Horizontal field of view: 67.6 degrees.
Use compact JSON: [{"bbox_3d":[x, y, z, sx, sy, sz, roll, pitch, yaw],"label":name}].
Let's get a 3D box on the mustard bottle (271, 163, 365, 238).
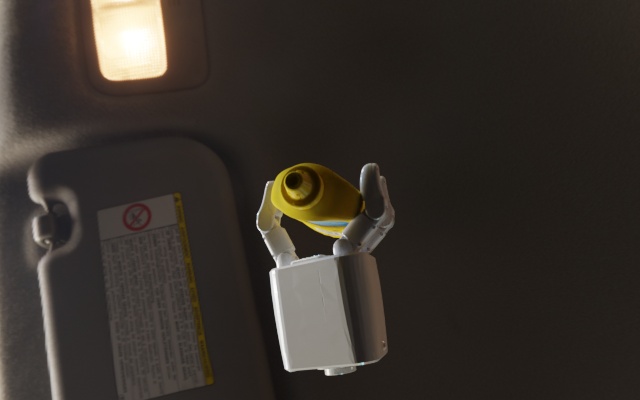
[{"bbox_3d":[0.000,0.001,0.515,0.096,0.058,0.192,13,-7,17],"label":"mustard bottle"}]
